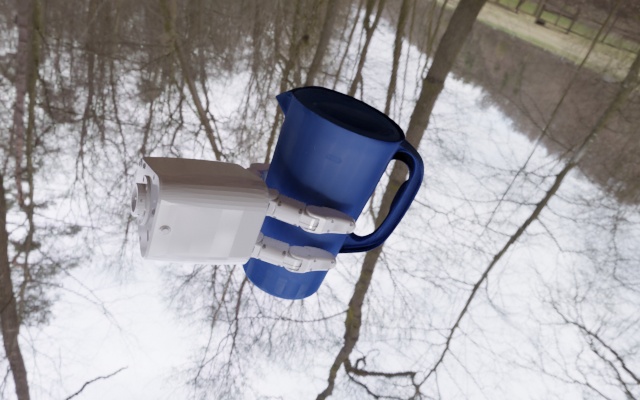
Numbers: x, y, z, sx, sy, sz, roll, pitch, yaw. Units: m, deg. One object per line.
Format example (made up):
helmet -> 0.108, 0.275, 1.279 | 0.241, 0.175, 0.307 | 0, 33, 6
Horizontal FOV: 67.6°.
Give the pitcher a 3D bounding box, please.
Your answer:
pitcher -> 0.000, 0.002, 0.566 | 0.145, 0.243, 0.149 | 4, 32, -34
